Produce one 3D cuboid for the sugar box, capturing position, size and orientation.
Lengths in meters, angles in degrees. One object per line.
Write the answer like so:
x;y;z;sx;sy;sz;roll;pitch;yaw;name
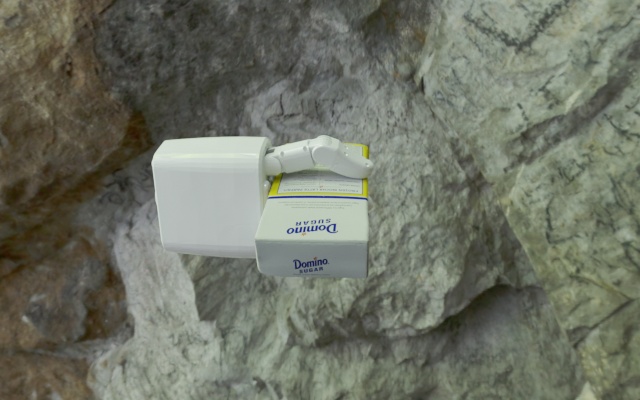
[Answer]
0.000;0.002;0.454;0.093;0.048;0.176;1;34;6;sugar box
